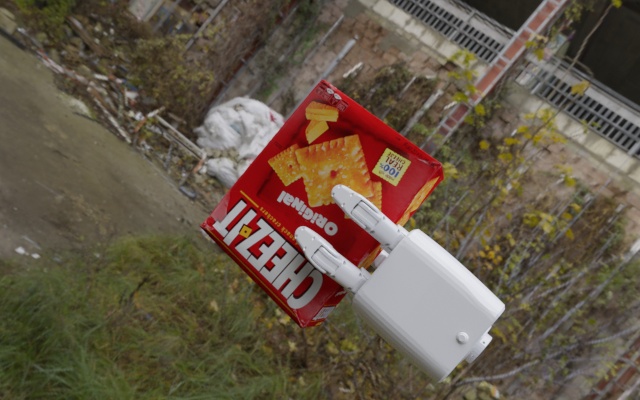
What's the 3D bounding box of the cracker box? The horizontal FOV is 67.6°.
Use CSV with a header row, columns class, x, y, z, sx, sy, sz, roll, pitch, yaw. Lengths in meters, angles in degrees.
class,x,y,z,sx,sy,sz,roll,pitch,yaw
cracker box,0.000,0.002,0.514,0.164,0.213,0.072,41,2,19
